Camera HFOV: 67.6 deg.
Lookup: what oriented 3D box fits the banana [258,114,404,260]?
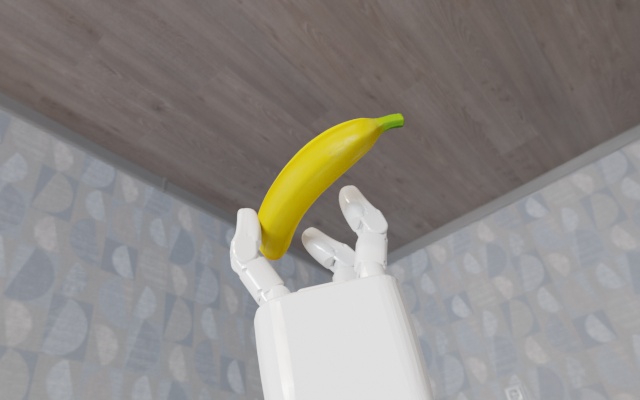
[{"bbox_3d":[-0.012,-0.004,0.410,0.069,0.037,0.198,15,-47,-38],"label":"banana"}]
